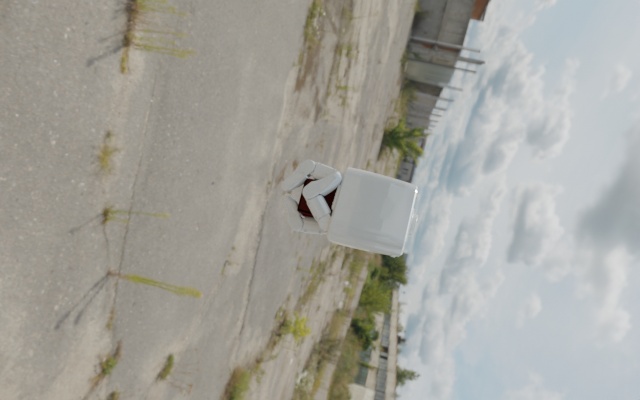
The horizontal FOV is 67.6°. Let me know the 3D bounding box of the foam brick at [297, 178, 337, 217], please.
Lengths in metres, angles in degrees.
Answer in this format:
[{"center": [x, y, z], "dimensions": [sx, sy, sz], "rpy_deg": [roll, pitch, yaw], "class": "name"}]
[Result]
[{"center": [0.000, 0.002, 0.729], "dimensions": [0.051, 0.053, 0.078], "rpy_deg": [14, -6, 8], "class": "foam brick"}]
